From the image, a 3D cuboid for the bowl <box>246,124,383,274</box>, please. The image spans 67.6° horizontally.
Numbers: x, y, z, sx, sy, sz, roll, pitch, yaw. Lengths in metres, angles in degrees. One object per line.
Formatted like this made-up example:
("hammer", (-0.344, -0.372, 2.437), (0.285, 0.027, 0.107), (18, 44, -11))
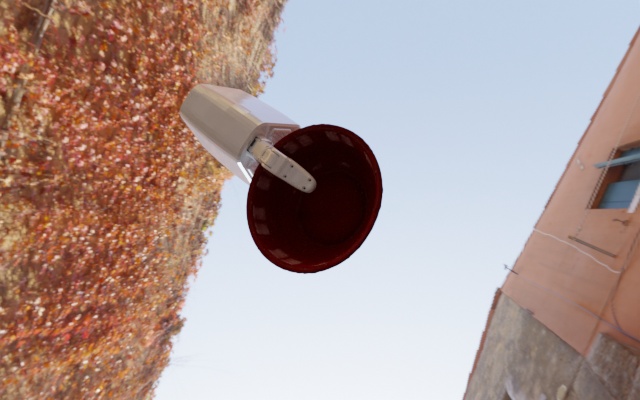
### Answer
("bowl", (0.001, 0.003, 0.520), (0.162, 0.162, 0.055), (0, -14, 28))
